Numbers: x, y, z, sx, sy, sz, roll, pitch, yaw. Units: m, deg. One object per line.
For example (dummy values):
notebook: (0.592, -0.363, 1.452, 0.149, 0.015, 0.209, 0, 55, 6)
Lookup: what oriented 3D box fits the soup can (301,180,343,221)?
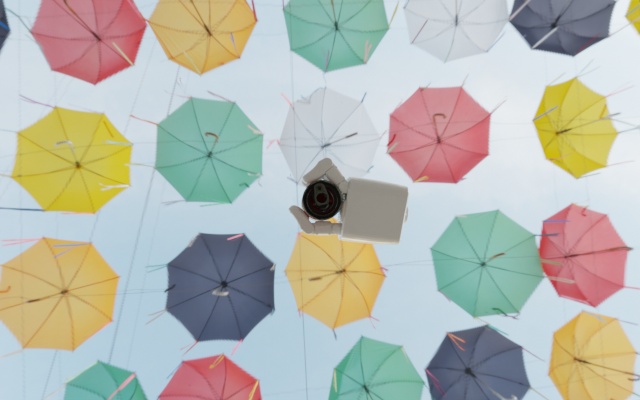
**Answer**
soup can: (0.000, 0.003, 0.847, 0.068, 0.068, 0.102, 0, -4, -4)
